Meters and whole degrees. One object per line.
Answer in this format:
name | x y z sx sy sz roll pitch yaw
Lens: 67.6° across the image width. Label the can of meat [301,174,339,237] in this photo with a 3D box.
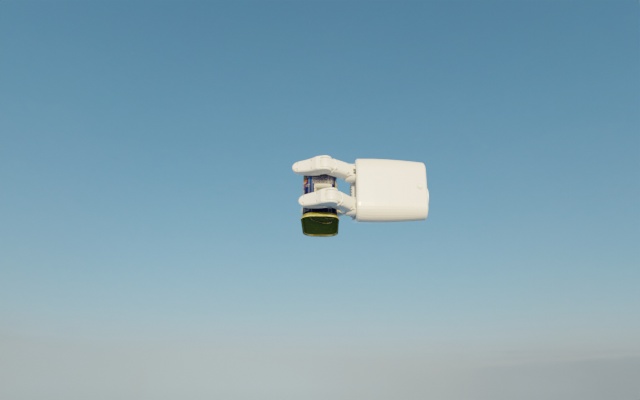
can of meat | 0.000 0.002 0.750 0.057 0.084 0.102 1 -21 1
